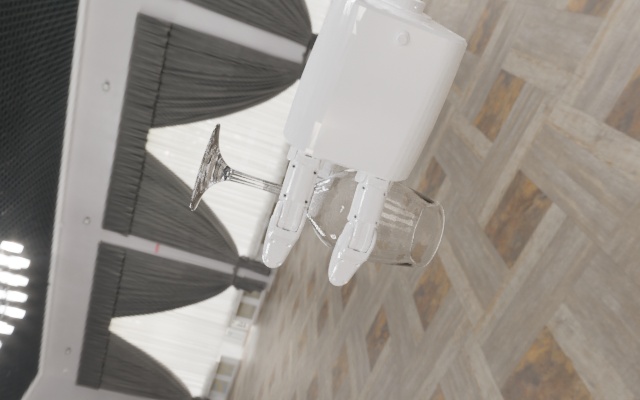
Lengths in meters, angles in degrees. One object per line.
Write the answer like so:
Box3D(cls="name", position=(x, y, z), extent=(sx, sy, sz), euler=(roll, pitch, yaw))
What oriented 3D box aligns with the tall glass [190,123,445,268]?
Box3D(cls="tall glass", position=(-0.001, 0.001, 0.403), extent=(0.201, 0.079, 0.079), euler=(17, -3, -9))
